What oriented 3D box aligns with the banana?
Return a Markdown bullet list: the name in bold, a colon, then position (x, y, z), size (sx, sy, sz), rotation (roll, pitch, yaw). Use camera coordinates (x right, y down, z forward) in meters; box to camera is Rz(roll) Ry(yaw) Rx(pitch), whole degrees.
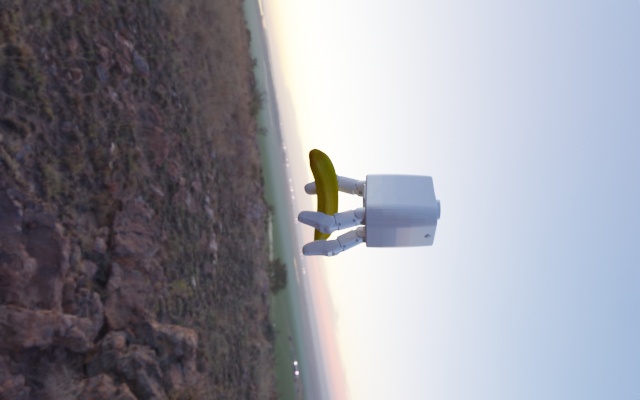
- **banana**: position (0.006, -0.005, 0.747), size (0.037, 0.198, 0.069), rotation (10, 37, 15)
